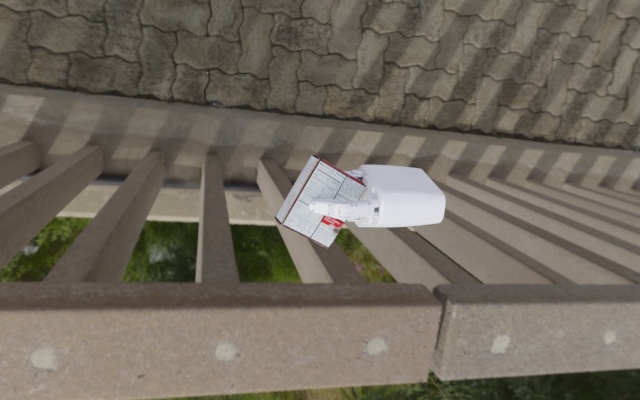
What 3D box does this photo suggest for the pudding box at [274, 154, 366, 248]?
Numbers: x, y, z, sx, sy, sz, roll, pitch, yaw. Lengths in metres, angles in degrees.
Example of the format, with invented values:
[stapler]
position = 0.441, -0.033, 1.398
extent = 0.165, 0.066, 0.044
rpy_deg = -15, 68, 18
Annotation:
[pudding box]
position = 0.000, 0.002, 0.700
extent = 0.090, 0.113, 0.039
rpy_deg = 29, 3, -25
